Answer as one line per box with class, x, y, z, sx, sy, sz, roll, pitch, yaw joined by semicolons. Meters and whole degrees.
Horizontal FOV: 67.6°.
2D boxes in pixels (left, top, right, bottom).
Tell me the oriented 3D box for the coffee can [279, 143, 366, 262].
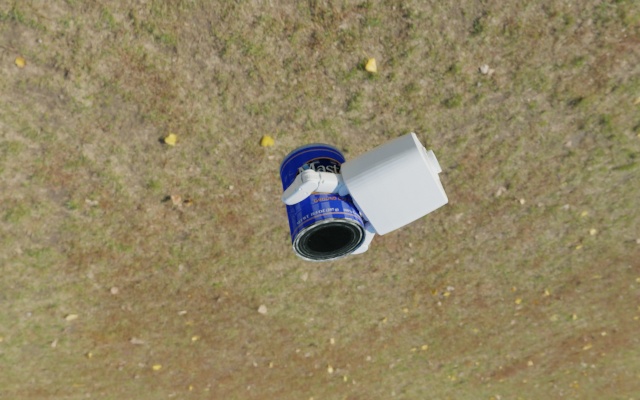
coffee can;0.000;0.002;0.687;0.103;0.140;0.103;-8;-37;-6
